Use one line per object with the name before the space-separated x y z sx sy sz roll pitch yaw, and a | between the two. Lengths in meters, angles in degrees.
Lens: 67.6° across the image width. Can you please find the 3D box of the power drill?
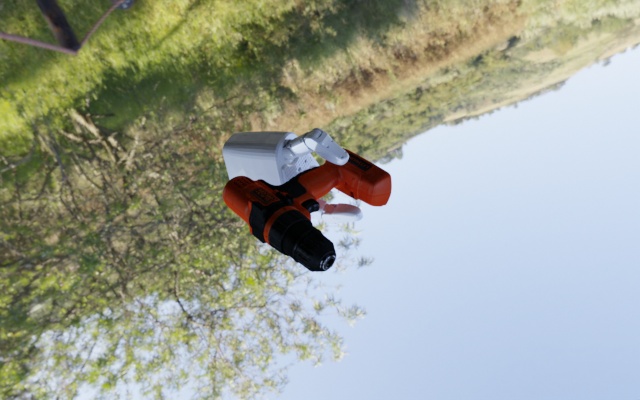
power drill | 0.000 0.002 0.590 0.187 0.057 0.184 -23 43 -36
